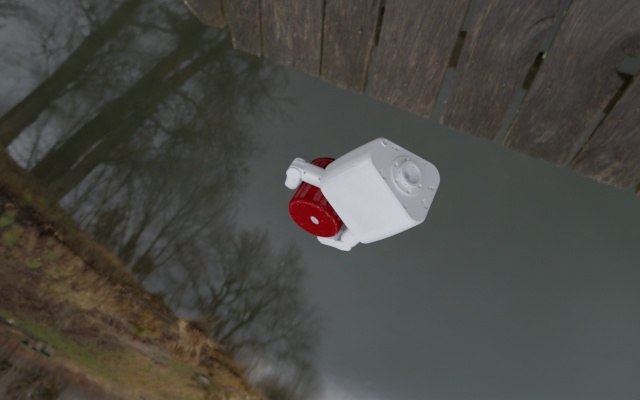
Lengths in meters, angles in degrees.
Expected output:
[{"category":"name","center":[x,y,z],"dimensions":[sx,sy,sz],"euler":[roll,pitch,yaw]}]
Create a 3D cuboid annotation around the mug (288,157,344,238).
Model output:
[{"category":"mug","center":[-0.001,0.003,0.699],"dimensions":[0.093,0.081,0.117],"euler":[40,-33,-14]}]
